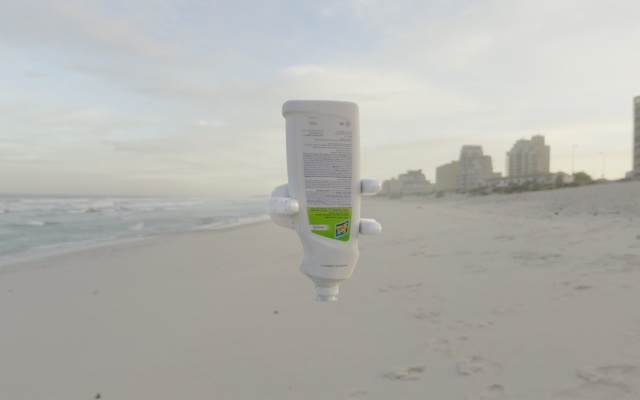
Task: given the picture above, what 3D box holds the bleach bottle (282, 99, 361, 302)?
[{"bbox_3d":[0.000,0.002,0.613,0.102,0.251,0.068,1,0,-4],"label":"bleach bottle"}]
